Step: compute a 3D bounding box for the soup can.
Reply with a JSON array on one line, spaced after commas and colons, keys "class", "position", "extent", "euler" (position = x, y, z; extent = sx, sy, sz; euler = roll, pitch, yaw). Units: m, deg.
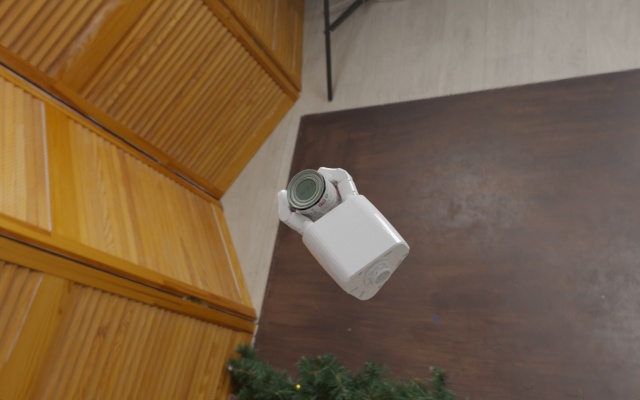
[{"class": "soup can", "position": [0.000, 0.002, 0.751], "extent": [0.068, 0.068, 0.102], "euler": [0, -23, 30]}]
